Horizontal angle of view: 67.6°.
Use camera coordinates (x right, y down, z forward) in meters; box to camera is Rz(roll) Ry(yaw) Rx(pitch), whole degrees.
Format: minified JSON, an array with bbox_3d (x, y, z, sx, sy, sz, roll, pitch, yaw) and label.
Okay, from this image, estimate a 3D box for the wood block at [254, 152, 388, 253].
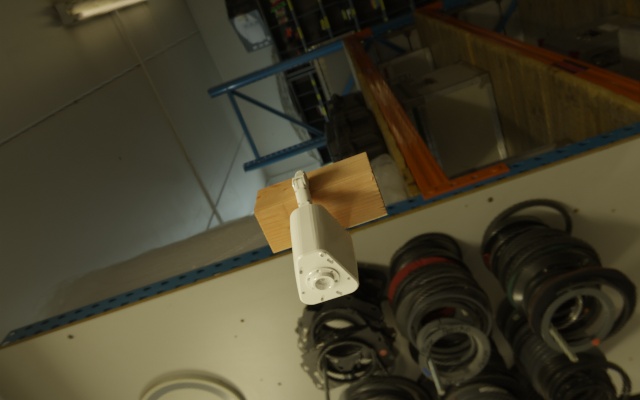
[{"bbox_3d":[0.000,0.003,0.827,0.206,0.091,0.090,-19,25,7],"label":"wood block"}]
